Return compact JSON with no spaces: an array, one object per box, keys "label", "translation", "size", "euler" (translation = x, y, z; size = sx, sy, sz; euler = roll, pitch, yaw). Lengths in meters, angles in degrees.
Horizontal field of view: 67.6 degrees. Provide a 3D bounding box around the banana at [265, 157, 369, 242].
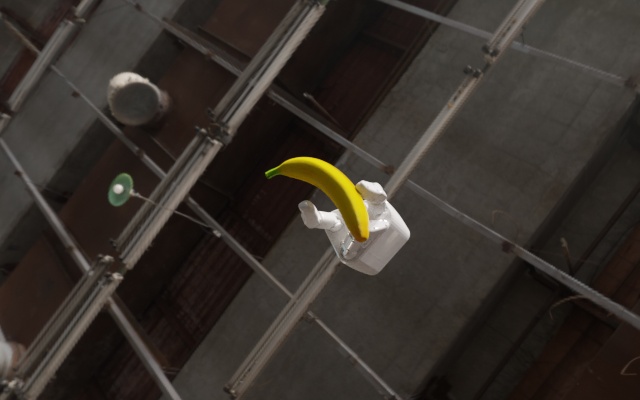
[{"label":"banana","translation":[0.008,-0.015,0.682],"size":[0.197,0.069,0.037],"euler":[34,-3,33]}]
